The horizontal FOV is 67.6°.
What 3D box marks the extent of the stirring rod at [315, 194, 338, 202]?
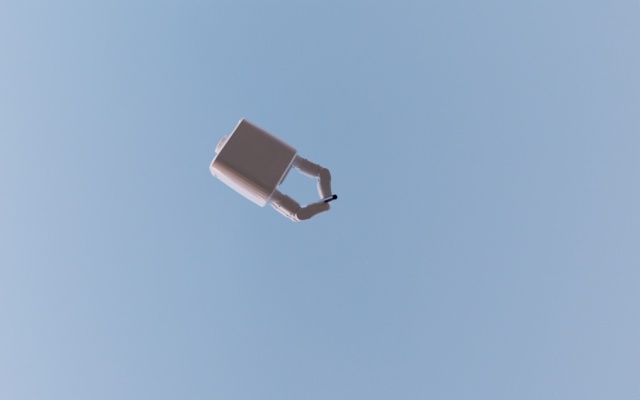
[{"bbox_3d":[0.000,0.003,0.815,0.011,0.011,0.239,0,-4,-10],"label":"stirring rod"}]
